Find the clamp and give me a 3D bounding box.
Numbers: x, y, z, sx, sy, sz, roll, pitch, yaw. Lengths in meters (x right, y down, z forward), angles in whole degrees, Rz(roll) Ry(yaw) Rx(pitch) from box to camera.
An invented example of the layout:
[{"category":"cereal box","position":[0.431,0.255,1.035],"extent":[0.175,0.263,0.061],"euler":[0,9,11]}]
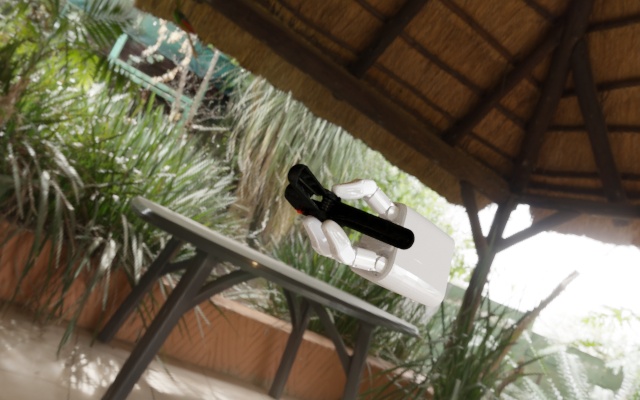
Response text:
[{"category":"clamp","position":[0.000,0.001,0.594],"extent":[0.164,0.036,0.210],"euler":[33,-10,-25]}]
